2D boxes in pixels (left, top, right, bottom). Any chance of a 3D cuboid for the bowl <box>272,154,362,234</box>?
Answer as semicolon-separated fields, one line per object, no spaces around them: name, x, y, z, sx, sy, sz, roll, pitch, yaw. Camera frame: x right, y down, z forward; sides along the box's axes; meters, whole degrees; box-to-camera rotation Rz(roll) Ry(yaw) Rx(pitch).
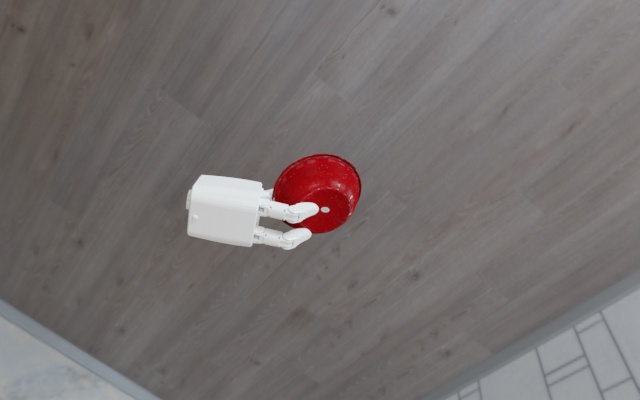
bowl;0.002;0.003;0.820;0.162;0.162;0.055;0;34;-16
